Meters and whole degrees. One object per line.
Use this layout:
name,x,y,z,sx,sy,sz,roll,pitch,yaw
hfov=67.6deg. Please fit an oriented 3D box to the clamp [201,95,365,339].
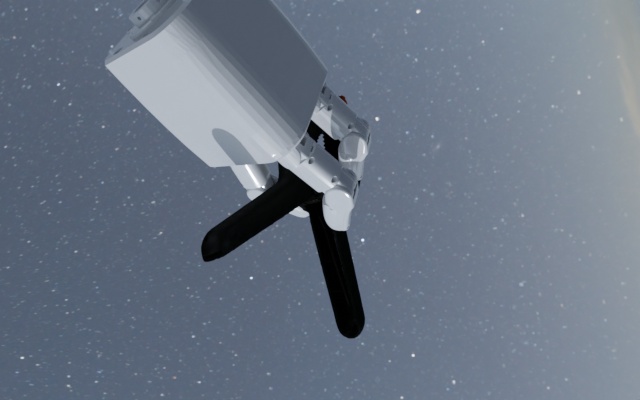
clamp,-0.001,0.001,0.405,0.036,0.209,0.165,-15,-47,38
